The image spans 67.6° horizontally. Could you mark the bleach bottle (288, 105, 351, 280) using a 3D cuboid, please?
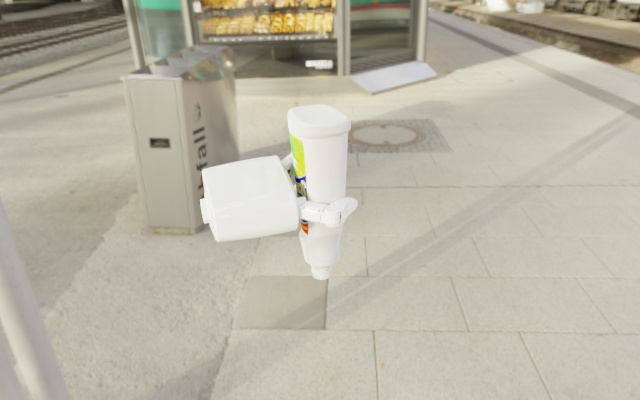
[{"bbox_3d":[0.000,0.002,0.660,0.068,0.251,0.102,-10,26,-16],"label":"bleach bottle"}]
